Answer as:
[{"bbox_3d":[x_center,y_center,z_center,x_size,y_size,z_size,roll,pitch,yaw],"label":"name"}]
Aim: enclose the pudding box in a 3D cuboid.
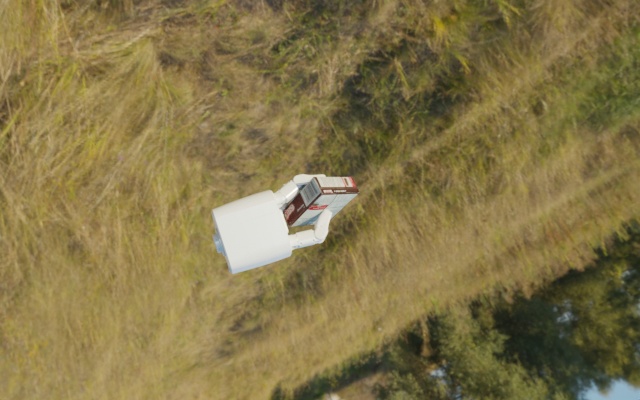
[{"bbox_3d":[0.000,0.003,0.844,0.090,0.039,0.113,-3,-29,-40],"label":"pudding box"}]
